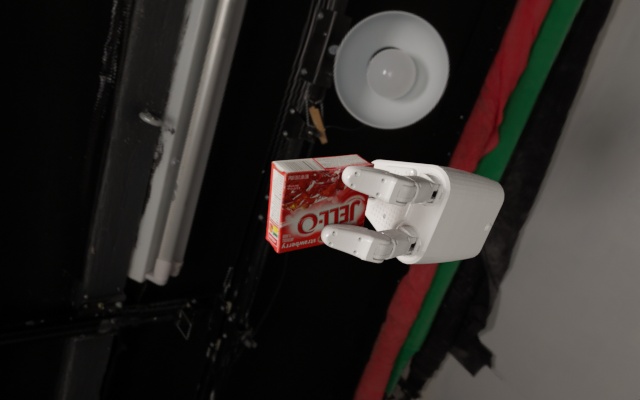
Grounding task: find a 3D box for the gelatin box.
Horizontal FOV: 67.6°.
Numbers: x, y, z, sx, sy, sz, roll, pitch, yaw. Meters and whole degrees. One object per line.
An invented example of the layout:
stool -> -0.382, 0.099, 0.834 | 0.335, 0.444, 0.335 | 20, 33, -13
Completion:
gelatin box -> 0.000, 0.001, 0.413 | 0.089, 0.073, 0.030 | -8, 29, -30
